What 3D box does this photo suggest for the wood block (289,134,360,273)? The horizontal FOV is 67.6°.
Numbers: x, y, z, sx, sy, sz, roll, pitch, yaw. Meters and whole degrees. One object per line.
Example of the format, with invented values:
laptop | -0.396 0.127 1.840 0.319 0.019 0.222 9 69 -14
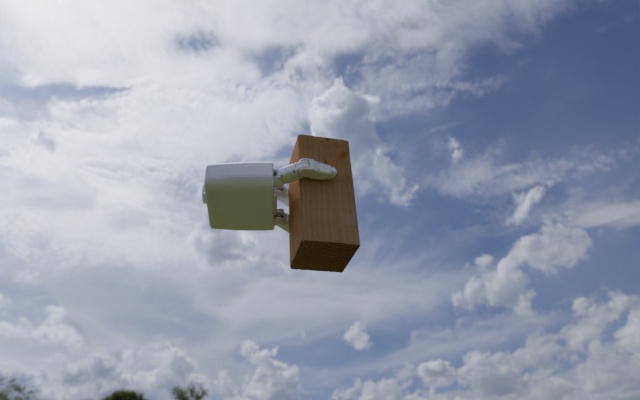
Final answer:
wood block | 0.000 0.002 0.776 0.090 0.206 0.091 6 -36 -14
